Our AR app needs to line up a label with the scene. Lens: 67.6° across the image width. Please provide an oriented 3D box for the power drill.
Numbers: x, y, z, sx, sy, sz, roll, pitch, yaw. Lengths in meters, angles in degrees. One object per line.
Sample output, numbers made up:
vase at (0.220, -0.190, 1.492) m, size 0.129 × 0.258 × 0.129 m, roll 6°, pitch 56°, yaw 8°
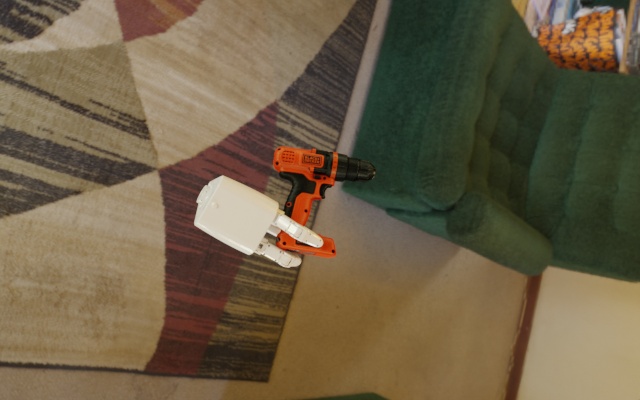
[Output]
power drill at (0.000, 0.003, 0.839) m, size 0.184 × 0.187 × 0.057 m, roll 8°, pitch -14°, yaw -4°
